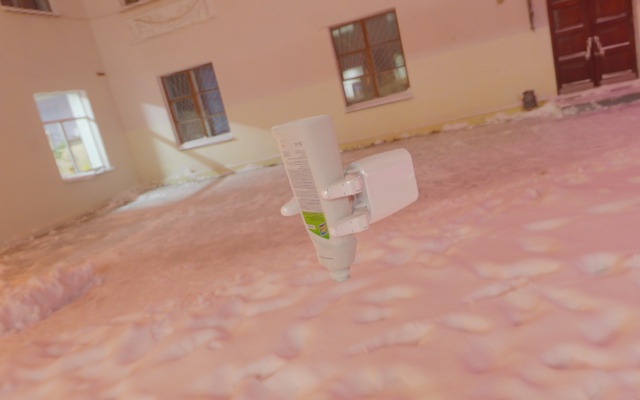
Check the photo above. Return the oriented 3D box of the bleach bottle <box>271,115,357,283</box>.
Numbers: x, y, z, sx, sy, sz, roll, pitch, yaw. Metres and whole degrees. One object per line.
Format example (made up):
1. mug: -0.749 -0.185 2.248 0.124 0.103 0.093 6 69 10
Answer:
1. bleach bottle: 0.000 0.002 0.721 0.068 0.251 0.102 -21 15 -31
